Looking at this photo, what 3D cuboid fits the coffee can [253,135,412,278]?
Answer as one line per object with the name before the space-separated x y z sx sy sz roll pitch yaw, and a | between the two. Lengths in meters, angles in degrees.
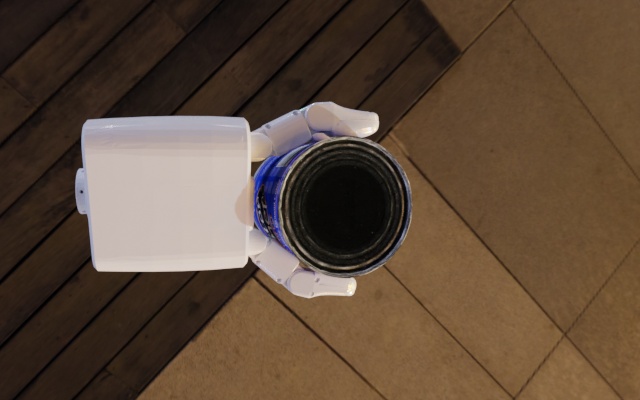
coffee can | 0.000 0.001 0.406 0.103 0.103 0.140 0 3 -16
